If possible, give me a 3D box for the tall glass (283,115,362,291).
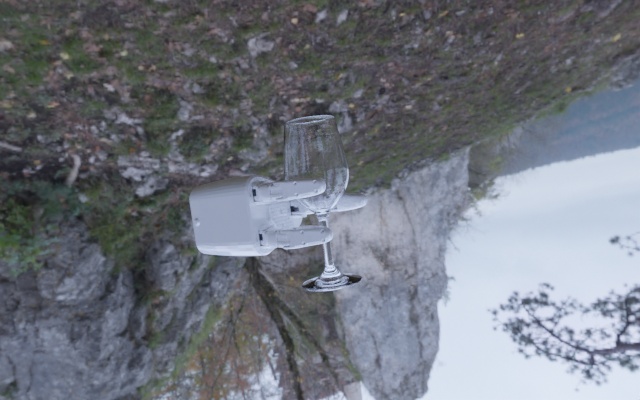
[{"bbox_3d":[0.000,0.003,0.577,0.079,0.201,0.079,-8,3,0],"label":"tall glass"}]
